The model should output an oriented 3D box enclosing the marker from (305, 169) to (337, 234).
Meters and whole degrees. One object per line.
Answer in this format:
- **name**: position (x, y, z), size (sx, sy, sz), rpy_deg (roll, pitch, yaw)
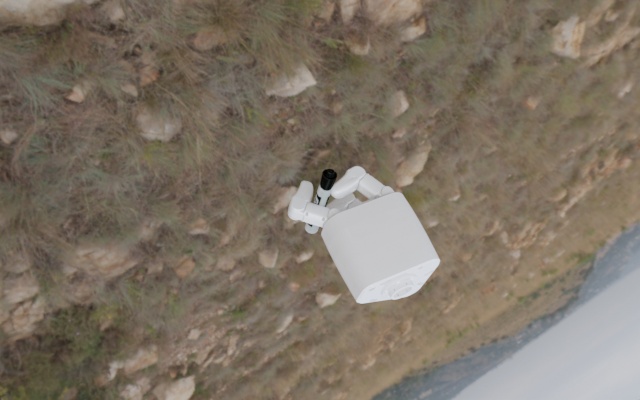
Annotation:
- **marker**: position (0.000, 0.002, 0.625), size (0.020, 0.020, 0.121), rpy_deg (0, -38, -16)
